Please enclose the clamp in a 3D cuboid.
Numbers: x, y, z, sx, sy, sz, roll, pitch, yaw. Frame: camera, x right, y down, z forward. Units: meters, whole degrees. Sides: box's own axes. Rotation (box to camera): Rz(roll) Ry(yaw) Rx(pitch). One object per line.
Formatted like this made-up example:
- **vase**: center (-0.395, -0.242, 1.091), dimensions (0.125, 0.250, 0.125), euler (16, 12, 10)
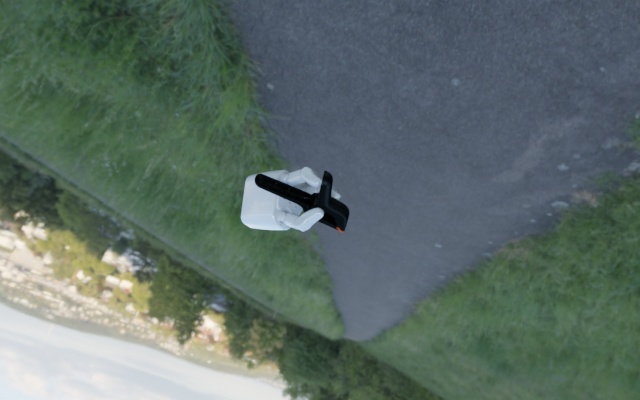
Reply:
- **clamp**: center (0.000, 0.004, 0.888), dimensions (0.164, 0.036, 0.210), euler (-3, -30, 42)
